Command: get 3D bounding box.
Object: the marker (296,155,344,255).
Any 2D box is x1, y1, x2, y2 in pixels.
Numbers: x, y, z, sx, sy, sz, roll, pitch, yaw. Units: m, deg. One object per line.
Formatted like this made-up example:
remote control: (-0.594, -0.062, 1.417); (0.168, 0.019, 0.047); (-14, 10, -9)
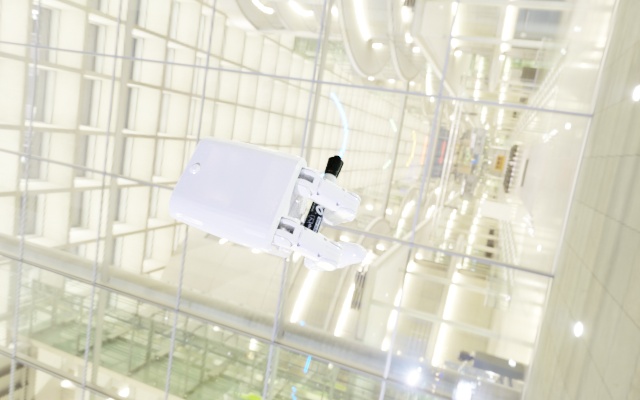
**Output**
marker: (0.000, 0.002, 0.510); (0.020, 0.121, 0.020); (17, -26, 8)
